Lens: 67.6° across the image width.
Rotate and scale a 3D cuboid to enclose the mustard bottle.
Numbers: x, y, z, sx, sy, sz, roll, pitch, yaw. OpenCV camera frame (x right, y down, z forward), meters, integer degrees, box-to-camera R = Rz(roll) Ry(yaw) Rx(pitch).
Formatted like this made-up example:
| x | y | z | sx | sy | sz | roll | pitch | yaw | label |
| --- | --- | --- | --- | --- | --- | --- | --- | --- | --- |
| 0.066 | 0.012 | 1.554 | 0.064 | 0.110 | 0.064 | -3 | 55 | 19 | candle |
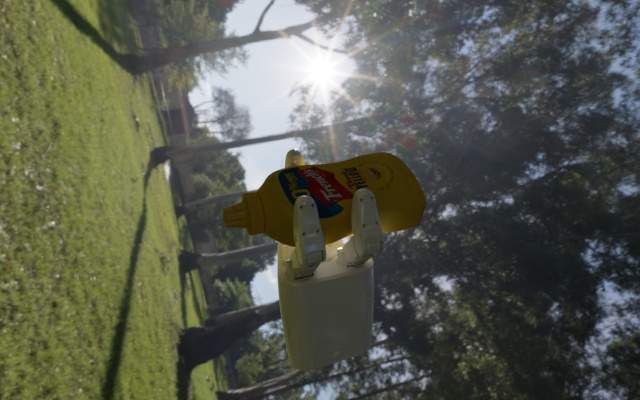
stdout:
| x | y | z | sx | sy | sz | roll | pitch | yaw | label |
| --- | --- | --- | --- | --- | --- | --- | --- | --- | --- |
| 0.000 | 0.001 | 0.473 | 0.191 | 0.058 | 0.096 | -10 | 45 | -19 | mustard bottle |
